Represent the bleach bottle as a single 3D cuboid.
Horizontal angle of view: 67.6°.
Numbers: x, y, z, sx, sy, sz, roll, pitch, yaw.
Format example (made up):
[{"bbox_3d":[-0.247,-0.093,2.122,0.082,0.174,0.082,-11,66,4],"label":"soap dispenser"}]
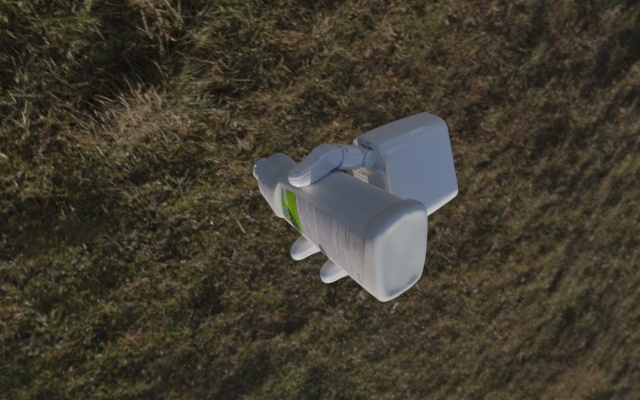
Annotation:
[{"bbox_3d":[0.000,0.002,0.517,0.068,0.103,0.250,-26,38,-28],"label":"bleach bottle"}]
